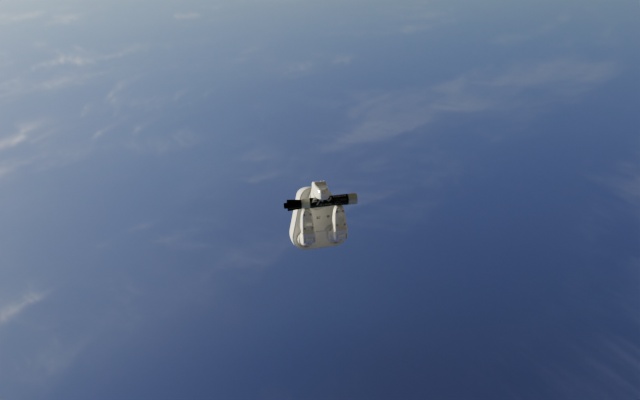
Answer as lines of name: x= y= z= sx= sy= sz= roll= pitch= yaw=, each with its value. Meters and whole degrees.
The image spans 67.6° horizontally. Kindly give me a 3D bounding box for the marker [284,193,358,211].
marker: x=0.000 y=0.003 z=0.781 sx=0.121 sy=0.020 sz=0.020 roll=-6 pitch=1 yaw=-8
